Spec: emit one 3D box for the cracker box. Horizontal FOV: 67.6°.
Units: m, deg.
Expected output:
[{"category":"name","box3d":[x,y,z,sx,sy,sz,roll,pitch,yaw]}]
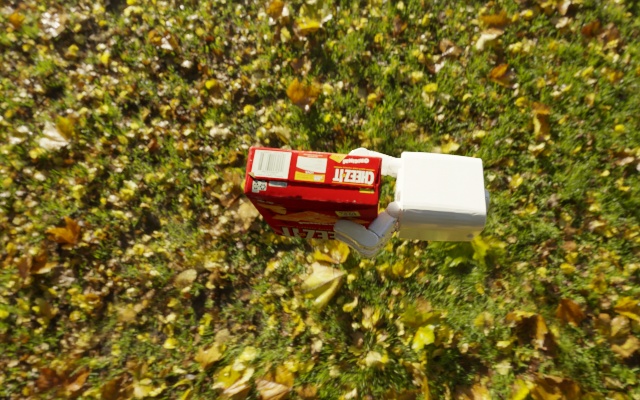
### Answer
[{"category":"cracker box","box3d":[0.000,0.002,0.662,0.164,0.072,0.214,5,-17,7]}]
